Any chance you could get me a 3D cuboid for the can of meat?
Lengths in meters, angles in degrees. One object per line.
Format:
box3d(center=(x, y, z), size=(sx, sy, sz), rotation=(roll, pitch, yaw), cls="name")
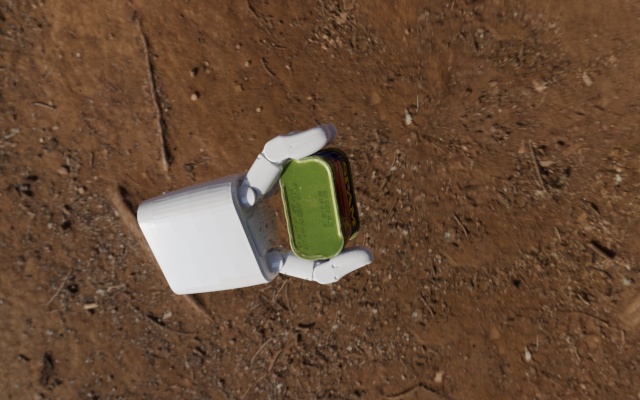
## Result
box3d(center=(0.000, 0.002, 0.471), size=(0.057, 0.102, 0.084), rotation=(-8, 7, 14), cls="can of meat")
